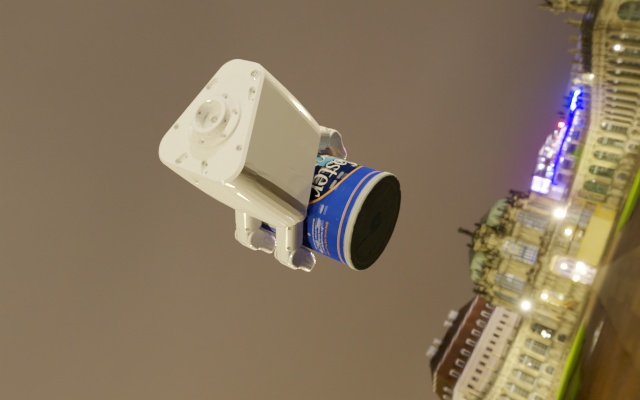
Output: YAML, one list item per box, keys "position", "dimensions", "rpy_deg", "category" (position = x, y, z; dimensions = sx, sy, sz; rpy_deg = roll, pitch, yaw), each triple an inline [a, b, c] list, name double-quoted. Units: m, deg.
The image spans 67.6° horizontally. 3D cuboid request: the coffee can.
- position: [0.000, 0.002, 0.510]
  dimensions: [0.140, 0.103, 0.103]
  rpy_deg: [20, 10, 30]
  category: "coffee can"
